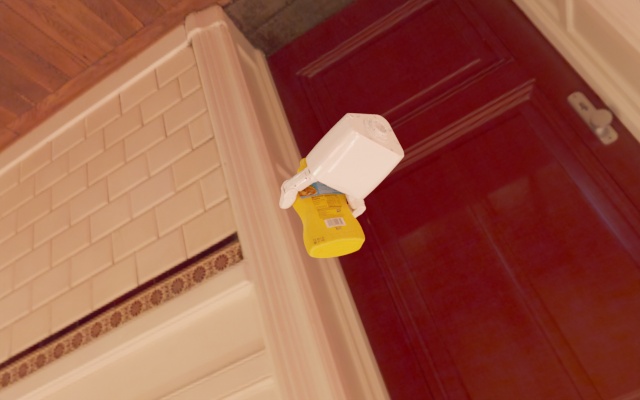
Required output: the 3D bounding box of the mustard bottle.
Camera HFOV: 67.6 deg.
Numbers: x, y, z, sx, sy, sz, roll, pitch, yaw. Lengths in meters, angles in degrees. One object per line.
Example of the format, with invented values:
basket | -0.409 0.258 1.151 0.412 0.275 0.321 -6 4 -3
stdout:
mustard bottle | 0.000 0.003 0.817 0.096 0.191 0.058 -7 -34 -20
